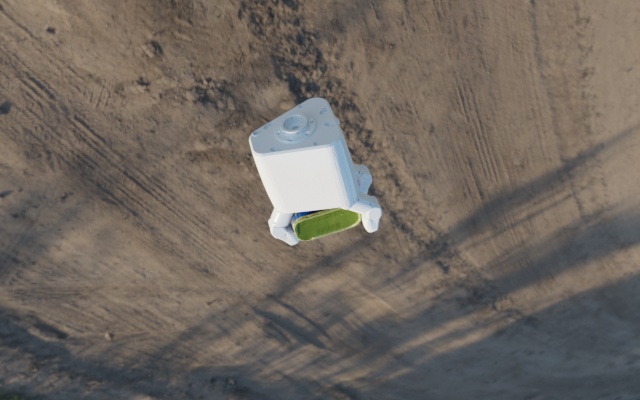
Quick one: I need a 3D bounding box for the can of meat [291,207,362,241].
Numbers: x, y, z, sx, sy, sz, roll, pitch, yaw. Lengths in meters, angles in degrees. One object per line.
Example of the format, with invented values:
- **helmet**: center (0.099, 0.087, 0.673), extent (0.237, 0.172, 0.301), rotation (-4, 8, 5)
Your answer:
- **can of meat**: center (0.000, 0.003, 0.676), extent (0.102, 0.084, 0.057), rotation (-18, -41, -3)
